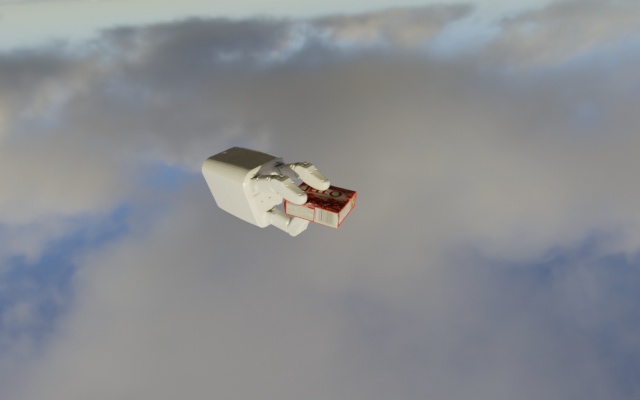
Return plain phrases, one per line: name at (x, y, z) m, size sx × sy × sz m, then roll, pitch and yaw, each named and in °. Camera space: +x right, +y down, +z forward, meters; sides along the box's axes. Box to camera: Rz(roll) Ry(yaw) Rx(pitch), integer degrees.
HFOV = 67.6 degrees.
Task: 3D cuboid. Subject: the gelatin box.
gelatin box at (0.000, 0.003, 0.719) m, size 0.089 × 0.030 × 0.073 m, roll 15°, pitch 32°, yaw 20°
